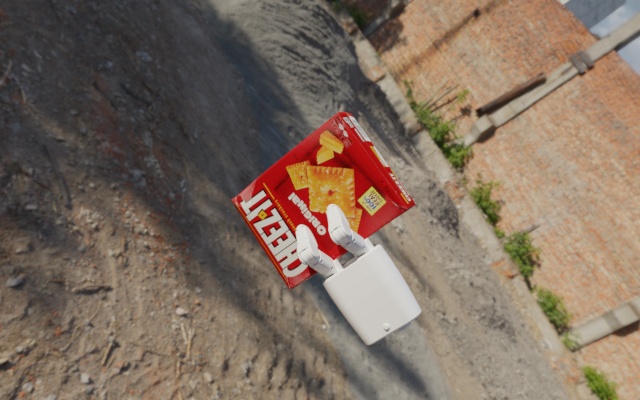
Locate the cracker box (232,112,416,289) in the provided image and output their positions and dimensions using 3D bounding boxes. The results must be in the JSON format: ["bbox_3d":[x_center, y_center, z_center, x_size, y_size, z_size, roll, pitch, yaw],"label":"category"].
[{"bbox_3d":[0.000,0.002,0.688,0.214,0.164,0.072,-37,-8,20],"label":"cracker box"}]
